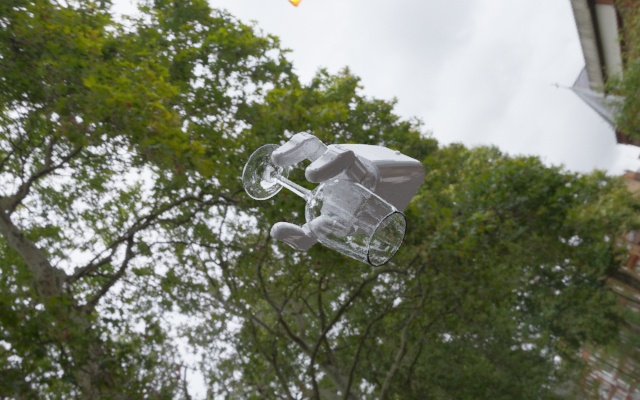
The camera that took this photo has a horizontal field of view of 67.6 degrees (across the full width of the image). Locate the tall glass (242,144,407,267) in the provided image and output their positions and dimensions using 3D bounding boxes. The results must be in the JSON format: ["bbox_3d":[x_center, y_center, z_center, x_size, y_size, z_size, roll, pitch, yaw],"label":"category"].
[{"bbox_3d":[-0.001,0.002,0.542,0.201,0.079,0.079,29,19,39],"label":"tall glass"}]
